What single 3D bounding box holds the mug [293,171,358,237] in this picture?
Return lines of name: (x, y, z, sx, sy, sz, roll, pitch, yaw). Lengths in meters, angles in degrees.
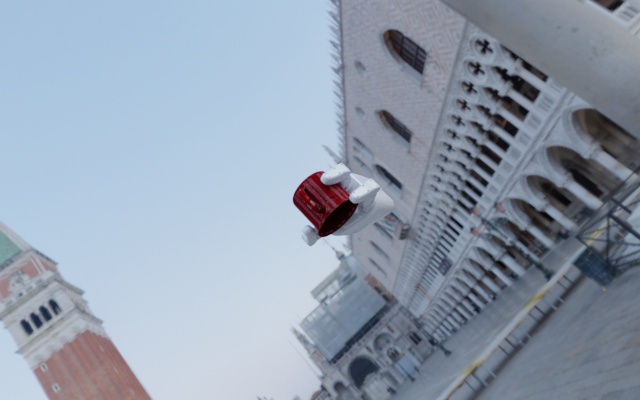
mug: (-0.001, 0.003, 0.819, 0.081, 0.093, 0.117, 45, 17, 22)
